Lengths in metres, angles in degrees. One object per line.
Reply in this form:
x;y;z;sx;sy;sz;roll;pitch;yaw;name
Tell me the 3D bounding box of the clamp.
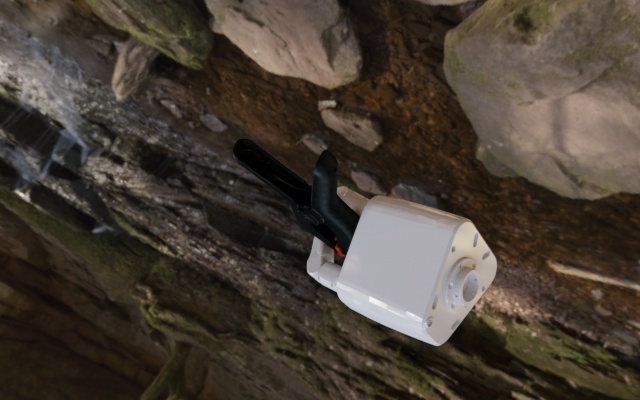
0.000;0.002;0.468;0.120;0.039;0.171;15;-24;49;clamp
